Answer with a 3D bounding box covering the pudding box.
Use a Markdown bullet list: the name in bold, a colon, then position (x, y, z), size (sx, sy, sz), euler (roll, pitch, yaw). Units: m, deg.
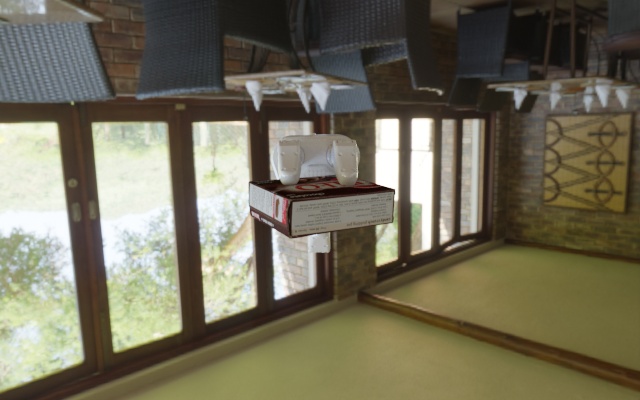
- **pudding box**: position (0.000, 0.002, 0.451), size (0.113, 0.039, 0.090), euler (-8, 15, -29)
